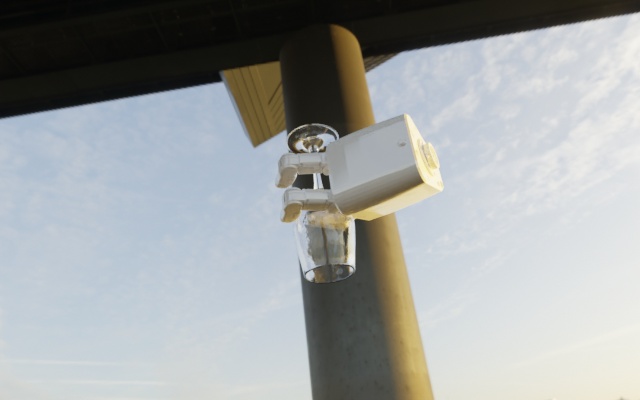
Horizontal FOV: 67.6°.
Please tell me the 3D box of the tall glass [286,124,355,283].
[{"bbox_3d":[0.000,0.002,0.619,0.079,0.201,0.079,-5,-29,-3],"label":"tall glass"}]
